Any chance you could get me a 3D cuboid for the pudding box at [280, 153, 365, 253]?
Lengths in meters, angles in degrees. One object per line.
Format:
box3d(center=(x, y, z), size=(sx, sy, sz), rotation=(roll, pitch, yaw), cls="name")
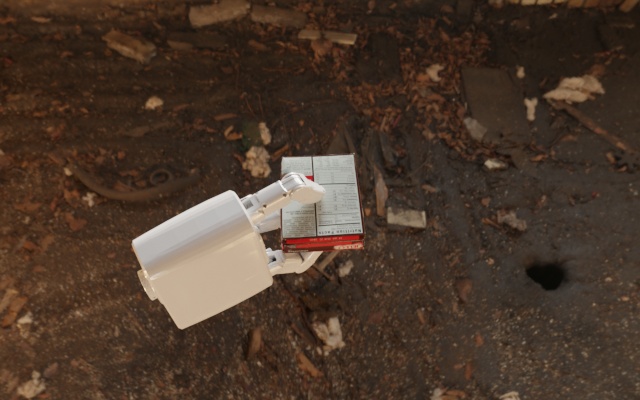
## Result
box3d(center=(0.000, 0.002, 0.536), size=(0.090, 0.113, 0.039), rotation=(-2, -31, -2), cls="pudding box")
